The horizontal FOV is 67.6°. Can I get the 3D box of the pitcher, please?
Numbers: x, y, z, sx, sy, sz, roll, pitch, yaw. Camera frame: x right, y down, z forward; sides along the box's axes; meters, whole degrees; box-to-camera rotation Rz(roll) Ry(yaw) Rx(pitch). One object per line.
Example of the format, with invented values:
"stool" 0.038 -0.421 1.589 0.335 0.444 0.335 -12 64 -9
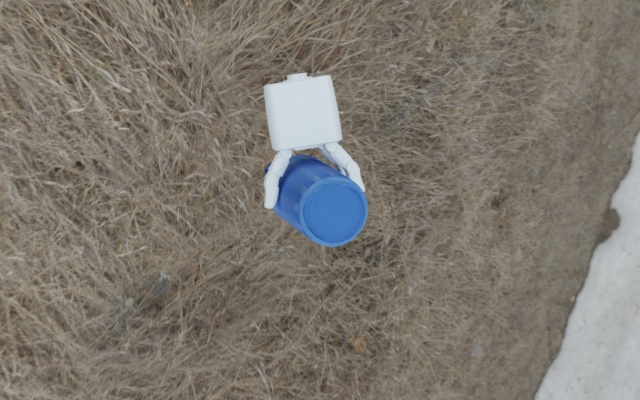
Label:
"pitcher" 0.000 0.002 0.814 0.149 0.145 0.242 -11 13 -13
